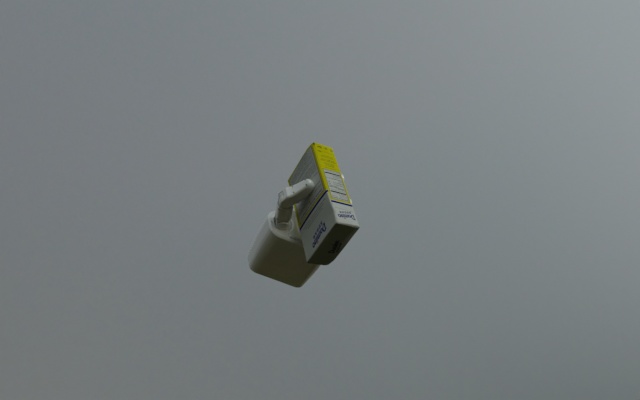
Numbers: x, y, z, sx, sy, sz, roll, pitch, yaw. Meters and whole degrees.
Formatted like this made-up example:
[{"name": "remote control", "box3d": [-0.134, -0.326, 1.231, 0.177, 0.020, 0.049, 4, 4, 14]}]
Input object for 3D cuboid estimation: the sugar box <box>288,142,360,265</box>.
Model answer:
[{"name": "sugar box", "box3d": [0.000, 0.003, 0.730, 0.048, 0.176, 0.093, 11, -48, -30]}]
